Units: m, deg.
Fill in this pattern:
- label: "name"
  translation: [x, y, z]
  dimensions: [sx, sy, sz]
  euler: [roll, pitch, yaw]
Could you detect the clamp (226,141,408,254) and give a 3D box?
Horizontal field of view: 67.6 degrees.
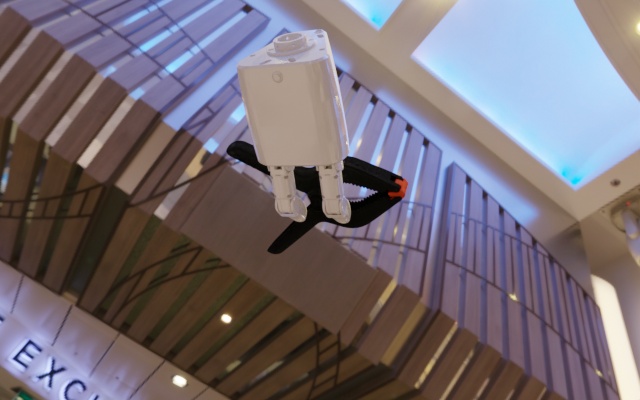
- label: "clamp"
  translation: [0.001, 0.001, 0.577]
  dimensions: [0.210, 0.165, 0.036]
  euler: [1, 35, 19]
